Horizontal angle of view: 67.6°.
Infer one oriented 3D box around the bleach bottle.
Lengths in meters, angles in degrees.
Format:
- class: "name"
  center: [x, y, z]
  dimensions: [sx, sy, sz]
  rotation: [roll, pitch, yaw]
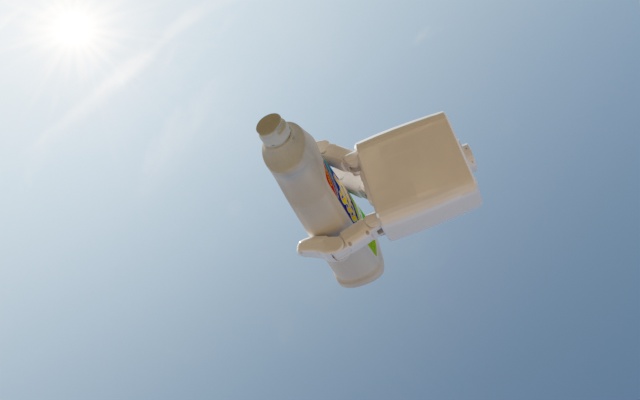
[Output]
- class: "bleach bottle"
  center: [0.000, 0.002, 0.549]
  dimensions: [0.068, 0.102, 0.251]
  rotation: [-21, -41, 13]
